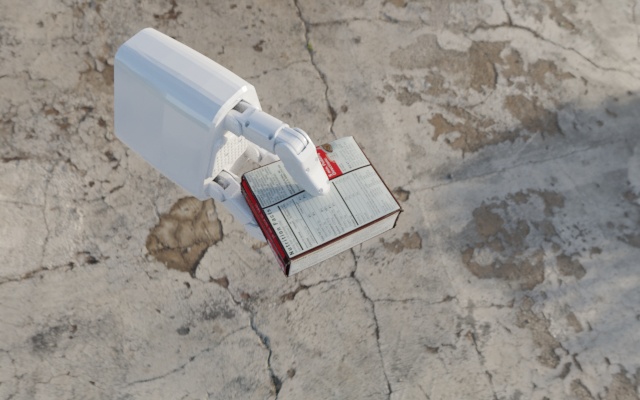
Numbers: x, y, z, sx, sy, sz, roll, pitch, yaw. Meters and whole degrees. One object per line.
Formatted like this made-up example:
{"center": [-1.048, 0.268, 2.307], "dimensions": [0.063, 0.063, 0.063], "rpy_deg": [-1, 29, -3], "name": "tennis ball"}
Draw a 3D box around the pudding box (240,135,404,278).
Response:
{"center": [0.000, 0.001, 0.410], "dimensions": [0.113, 0.090, 0.039], "rpy_deg": [-23, -23, -18], "name": "pudding box"}
